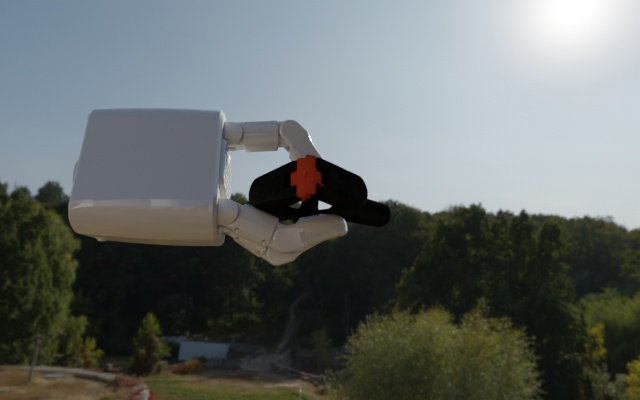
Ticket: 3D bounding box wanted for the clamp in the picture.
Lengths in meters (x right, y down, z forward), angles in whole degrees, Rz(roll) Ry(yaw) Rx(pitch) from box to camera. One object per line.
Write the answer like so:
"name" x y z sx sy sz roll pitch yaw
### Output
"clamp" 0.000 0.000 0.417 0.164 0.036 0.210 0 -10 -7
